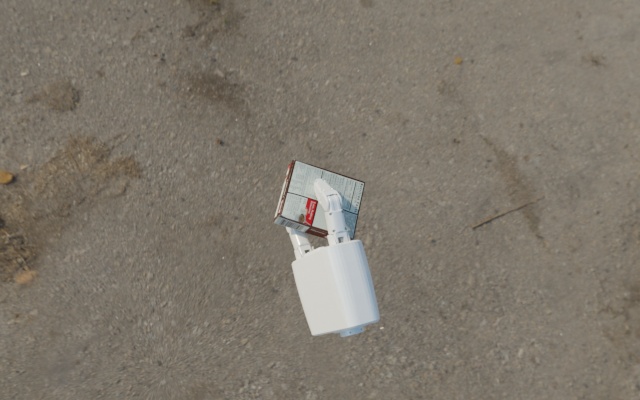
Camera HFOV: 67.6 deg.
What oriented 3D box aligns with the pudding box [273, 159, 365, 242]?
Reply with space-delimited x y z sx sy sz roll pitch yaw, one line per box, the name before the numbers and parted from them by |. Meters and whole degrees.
pudding box | 0.000 0.002 0.673 0.113 0.090 0.039 18 -20 -13
